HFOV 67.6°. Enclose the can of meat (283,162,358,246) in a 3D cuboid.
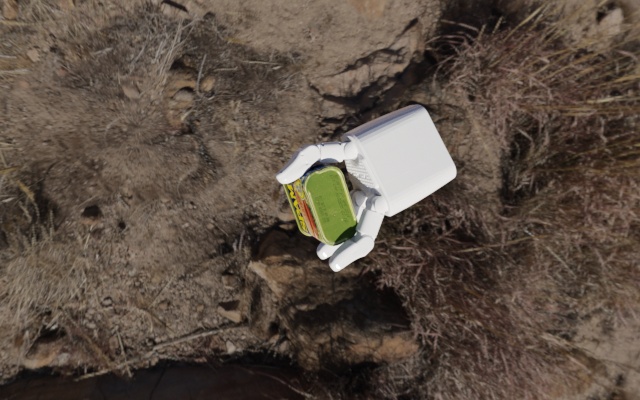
[{"bbox_3d":[0.000,0.002,0.606,0.057,0.102,0.084,-24,16,-17],"label":"can of meat"}]
